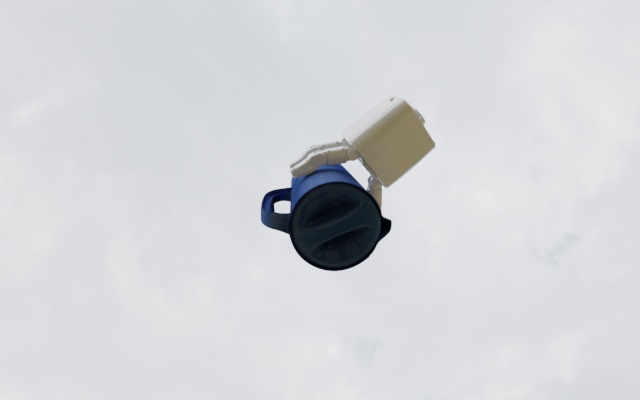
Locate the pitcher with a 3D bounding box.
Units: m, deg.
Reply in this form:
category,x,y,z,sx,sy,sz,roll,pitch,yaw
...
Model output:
category,x,y,z,sx,sy,sz,roll,pitch,yaw
pitcher,0.000,0.002,0.768,0.145,0.149,0.242,-41,17,7
